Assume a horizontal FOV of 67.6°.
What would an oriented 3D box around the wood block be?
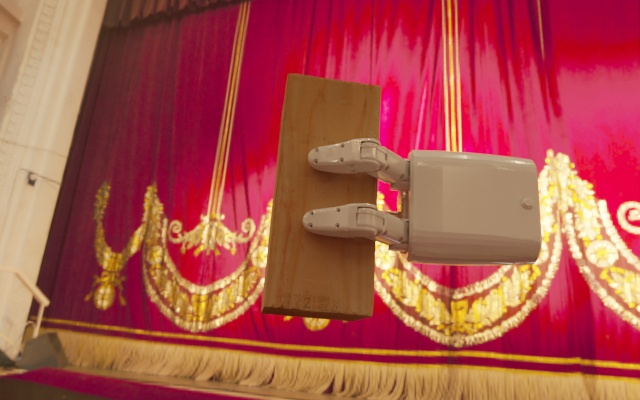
[{"bbox_3d":[0.000,0.001,0.442,0.090,0.206,0.091,6,-18,-6],"label":"wood block"}]
